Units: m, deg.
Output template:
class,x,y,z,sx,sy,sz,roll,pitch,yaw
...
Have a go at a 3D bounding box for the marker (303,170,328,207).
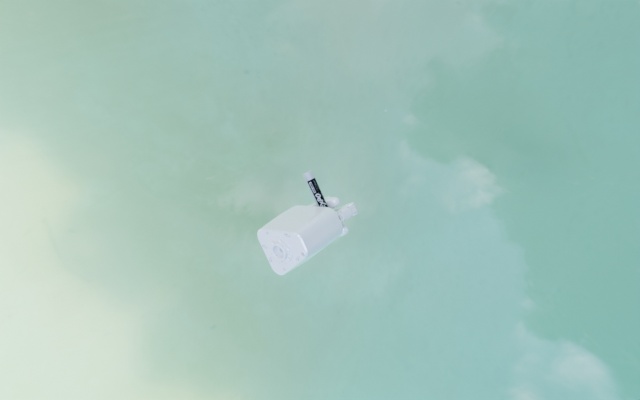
class,x,y,z,sx,sy,sz,roll,pitch,yaw
marker,0.000,0.003,0.882,0.020,0.121,0.020,-25,6,3
